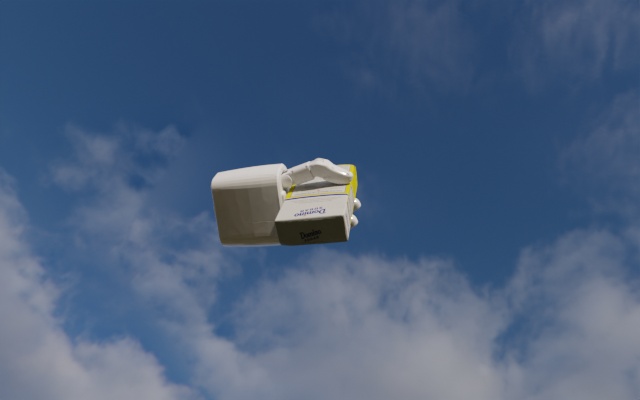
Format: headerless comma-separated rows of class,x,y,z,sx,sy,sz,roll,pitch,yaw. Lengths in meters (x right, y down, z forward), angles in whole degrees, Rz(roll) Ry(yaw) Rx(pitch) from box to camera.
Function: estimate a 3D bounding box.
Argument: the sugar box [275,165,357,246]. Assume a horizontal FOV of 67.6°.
sugar box,0.000,0.003,0.682,0.093,0.048,0.176,-5,27,12
